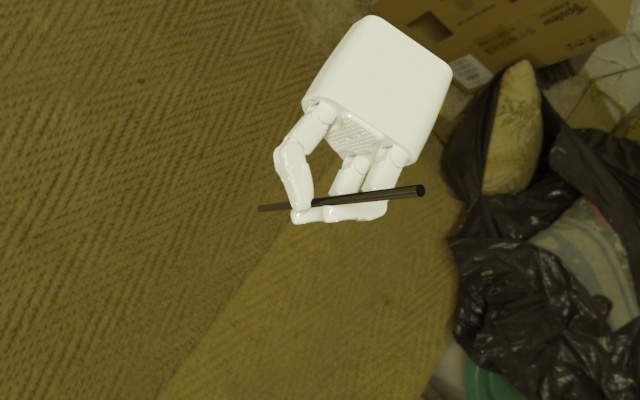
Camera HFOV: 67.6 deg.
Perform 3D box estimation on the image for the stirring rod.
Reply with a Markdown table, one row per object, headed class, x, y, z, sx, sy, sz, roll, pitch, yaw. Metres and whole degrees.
| class | x | y | z | sx | sy | sz | roll | pitch | yaw |
| --- | --- | --- | --- | --- | --- | --- | --- | --- | --- |
| stirring rod | 0.000 | 0.001 | 0.403 | 0.011 | 0.011 | 0.239 | 0 | -4 | -32 |
